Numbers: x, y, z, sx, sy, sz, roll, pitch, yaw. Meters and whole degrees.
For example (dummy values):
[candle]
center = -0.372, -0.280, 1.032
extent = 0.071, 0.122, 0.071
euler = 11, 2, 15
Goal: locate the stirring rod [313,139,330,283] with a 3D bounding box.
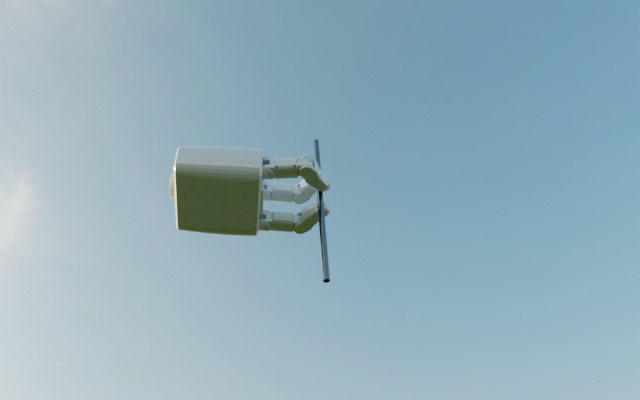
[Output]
[stirring rod]
center = 0.000, 0.002, 0.621
extent = 0.011, 0.239, 0.011
euler = -2, -42, -2
